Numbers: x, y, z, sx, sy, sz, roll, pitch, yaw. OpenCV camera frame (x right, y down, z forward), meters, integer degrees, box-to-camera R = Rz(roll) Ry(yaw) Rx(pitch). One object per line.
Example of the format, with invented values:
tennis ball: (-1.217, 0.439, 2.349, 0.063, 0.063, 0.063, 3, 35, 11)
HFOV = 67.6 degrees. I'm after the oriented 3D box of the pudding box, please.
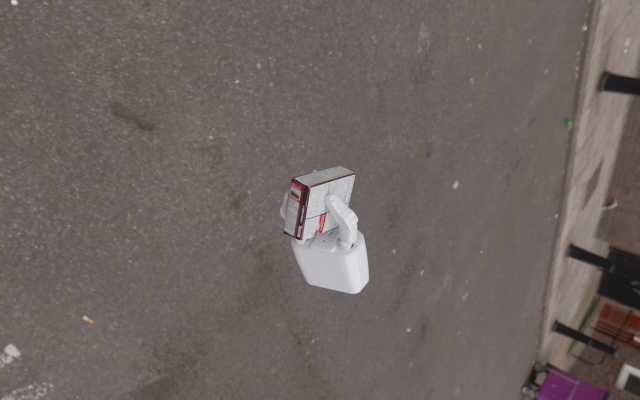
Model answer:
pudding box: (0.000, 0.002, 0.711, 0.039, 0.090, 0.113, 25, 27, 32)
